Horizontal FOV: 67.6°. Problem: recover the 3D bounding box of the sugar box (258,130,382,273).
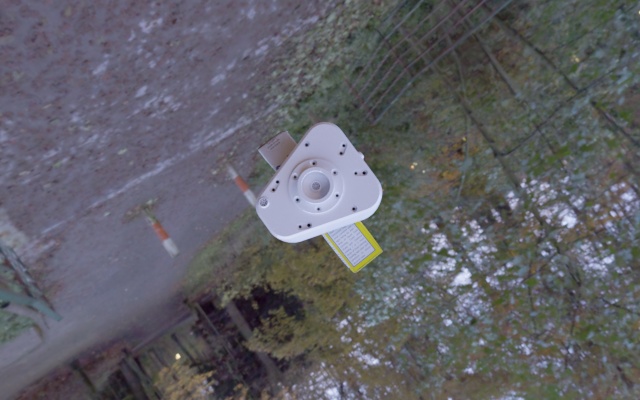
[{"bbox_3d":[0.001,0.002,0.569,0.048,0.176,0.093,-36,-4,-2],"label":"sugar box"}]
